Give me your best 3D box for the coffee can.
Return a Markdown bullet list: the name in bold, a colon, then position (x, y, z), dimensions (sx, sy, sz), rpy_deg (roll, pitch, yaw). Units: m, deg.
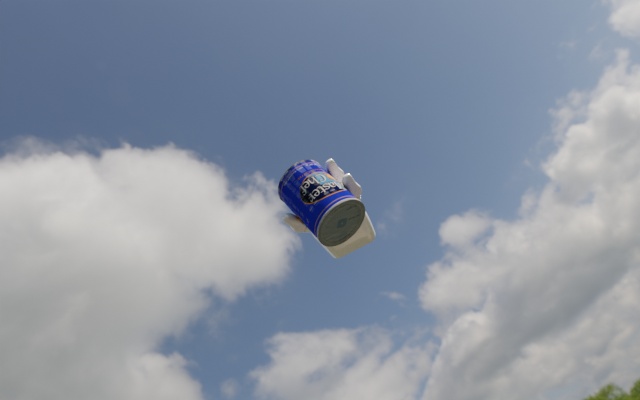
- **coffee can**: position (0.000, 0.003, 0.883), dimensions (0.103, 0.103, 0.140), rpy_deg (0, 34, -42)
